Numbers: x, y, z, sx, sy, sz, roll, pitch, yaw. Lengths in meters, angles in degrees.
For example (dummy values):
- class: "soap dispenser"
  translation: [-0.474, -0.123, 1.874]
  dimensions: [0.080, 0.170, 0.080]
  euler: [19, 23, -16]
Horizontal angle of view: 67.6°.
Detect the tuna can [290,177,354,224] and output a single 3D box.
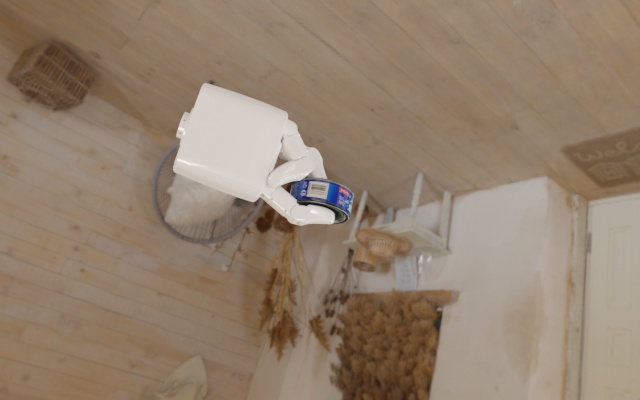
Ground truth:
- class: "tuna can"
  translation: [0.000, 0.003, 0.636]
  dimensions: [0.086, 0.033, 0.086]
  euler: [9, -21, 4]
